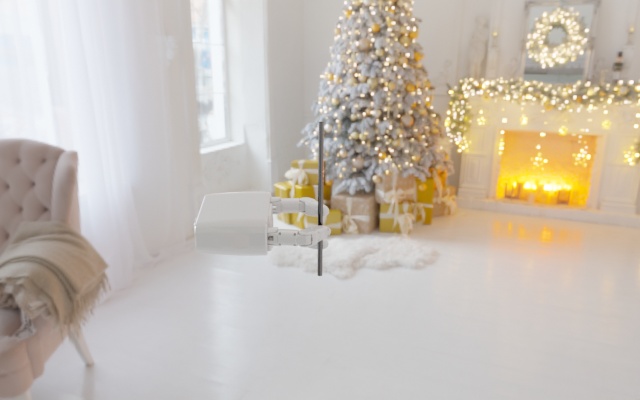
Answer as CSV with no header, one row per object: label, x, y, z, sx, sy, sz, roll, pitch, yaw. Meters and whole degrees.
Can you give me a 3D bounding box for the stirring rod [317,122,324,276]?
stirring rod,0.000,0.002,0.723,0.011,0.239,0.011,0,16,0
